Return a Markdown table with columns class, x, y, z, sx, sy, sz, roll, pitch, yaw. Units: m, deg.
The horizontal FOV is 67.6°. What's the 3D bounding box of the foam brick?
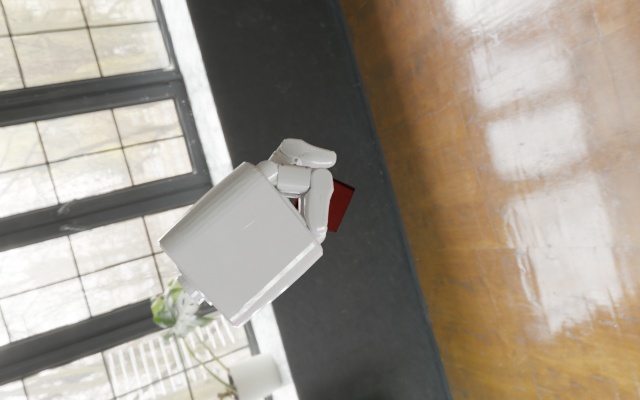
| class | x | y | z | sx | sy | sz | roll | pitch | yaw |
| --- | --- | --- | --- | --- | --- | --- | --- | --- | --- |
| foam brick | 0.000 | 0.002 | 0.536 | 0.053 | 0.051 | 0.078 | 24 | -5 | -3 |
